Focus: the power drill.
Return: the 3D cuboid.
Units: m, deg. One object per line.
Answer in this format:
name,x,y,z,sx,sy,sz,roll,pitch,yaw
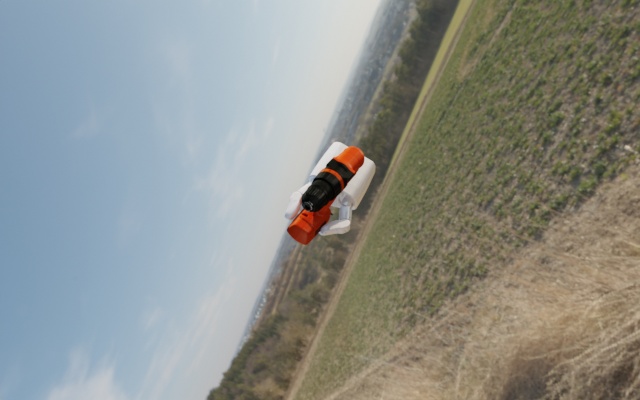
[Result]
power drill,0.000,0.003,0.890,0.184,0.057,0.188,-45,-9,-43
